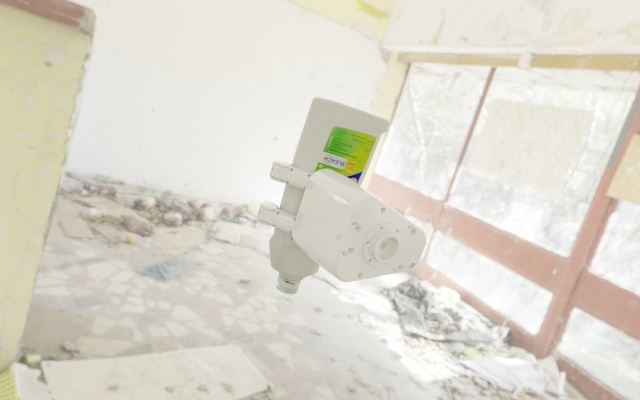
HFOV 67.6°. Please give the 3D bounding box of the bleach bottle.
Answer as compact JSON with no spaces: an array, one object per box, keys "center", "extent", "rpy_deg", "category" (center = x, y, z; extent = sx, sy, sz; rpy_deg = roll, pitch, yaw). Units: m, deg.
[{"center":[0.000,0.002,0.615],"extent":[0.102,0.251,0.068],"rpy_deg":[12,11,-29],"category":"bleach bottle"}]
